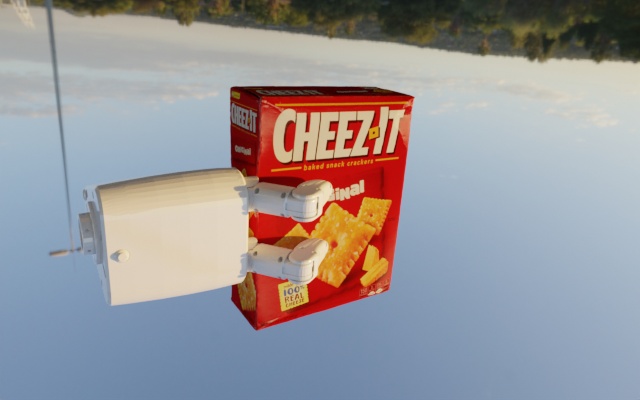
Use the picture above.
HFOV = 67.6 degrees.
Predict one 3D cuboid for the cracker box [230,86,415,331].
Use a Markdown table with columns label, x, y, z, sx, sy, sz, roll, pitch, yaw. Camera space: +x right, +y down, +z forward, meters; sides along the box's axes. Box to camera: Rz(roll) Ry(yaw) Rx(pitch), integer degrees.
| label | x | y | z | sx | sy | sz | roll | pitch | yaw |
| --- | --- | --- | --- | --- | --- | --- | --- | --- | --- |
| cracker box | 0.000 | 0.002 | 0.464 | 0.164 | 0.214 | 0.072 | -8 | 23 | -31 |
